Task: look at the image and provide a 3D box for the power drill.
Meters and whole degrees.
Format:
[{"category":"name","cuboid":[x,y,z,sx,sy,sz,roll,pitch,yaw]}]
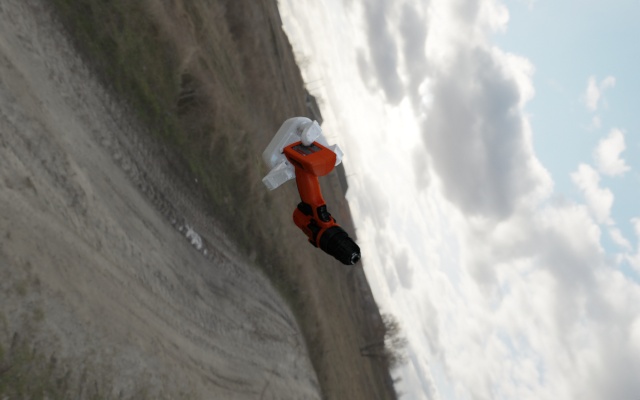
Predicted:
[{"category":"power drill","cuboid":[0.000,0.002,0.802,0.057,0.188,0.184,-24,34,-25]}]
